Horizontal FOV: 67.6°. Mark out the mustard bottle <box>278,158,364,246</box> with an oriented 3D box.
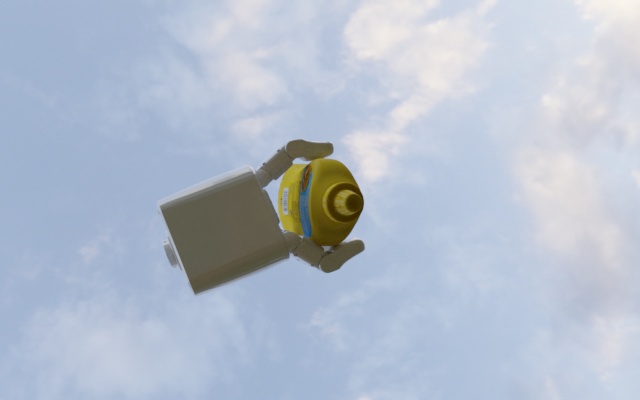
[{"bbox_3d":[0.000,0.002,0.539,0.058,0.096,0.191,2,-1,-18],"label":"mustard bottle"}]
